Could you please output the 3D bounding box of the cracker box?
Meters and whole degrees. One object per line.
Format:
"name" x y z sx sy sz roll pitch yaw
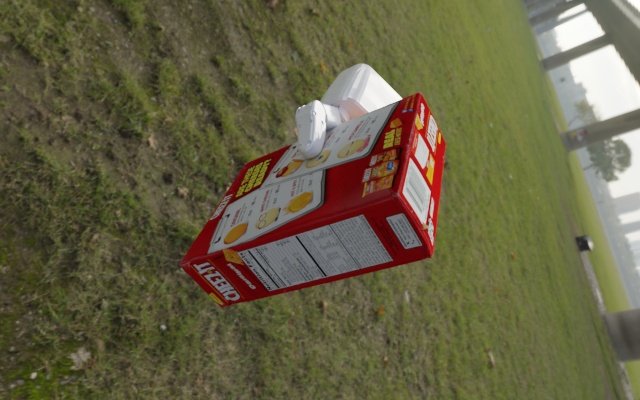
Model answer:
"cracker box" 0.000 0.001 0.436 0.214 0.072 0.164 -19 29 29
